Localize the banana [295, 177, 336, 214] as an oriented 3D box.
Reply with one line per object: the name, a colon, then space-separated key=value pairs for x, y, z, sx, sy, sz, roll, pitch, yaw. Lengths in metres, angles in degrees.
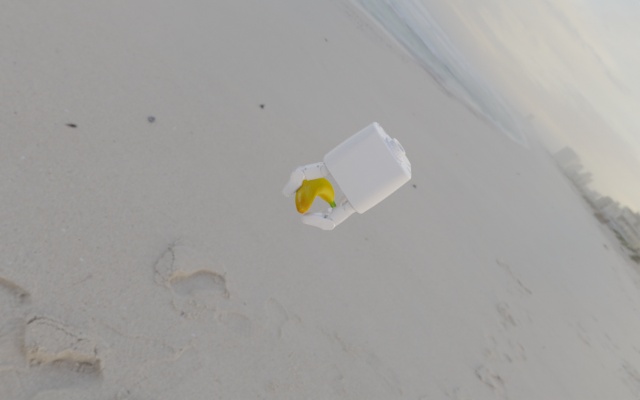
banana: x=-0.007 y=-0.013 z=0.889 sx=0.037 sy=0.069 sz=0.198 roll=-31 pitch=-10 yaw=19
